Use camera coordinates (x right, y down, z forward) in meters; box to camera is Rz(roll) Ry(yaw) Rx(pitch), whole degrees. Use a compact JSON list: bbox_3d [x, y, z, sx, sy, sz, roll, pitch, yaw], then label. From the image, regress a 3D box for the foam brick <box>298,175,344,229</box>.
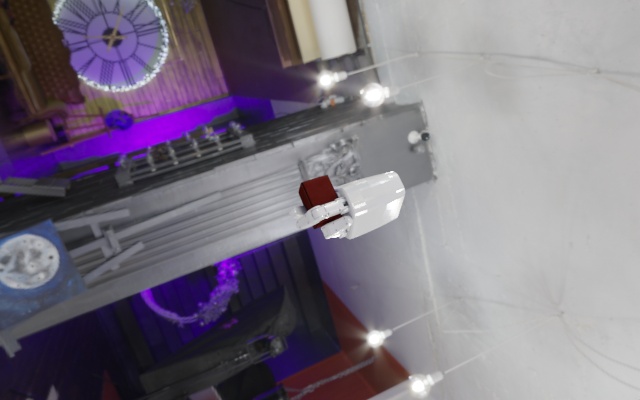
[{"bbox_3d":[0.000,0.003,0.845,0.051,0.078,0.053,-21,-13,-15],"label":"foam brick"}]
